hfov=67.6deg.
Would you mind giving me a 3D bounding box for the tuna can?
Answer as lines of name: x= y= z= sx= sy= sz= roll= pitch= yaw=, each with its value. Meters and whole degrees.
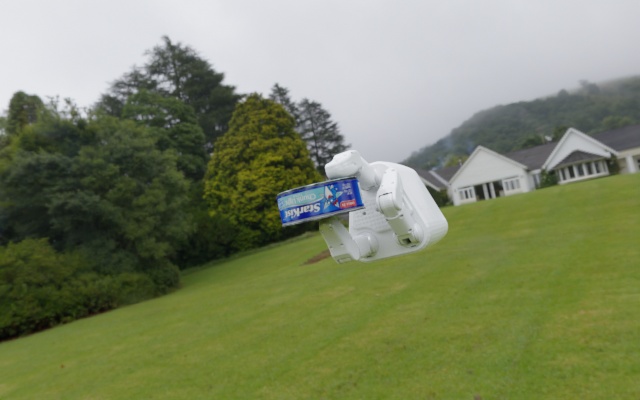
tuna can: x=0.000 y=0.001 z=0.480 sx=0.086 sy=0.034 sz=0.086 roll=-13 pitch=-2 yaw=0
